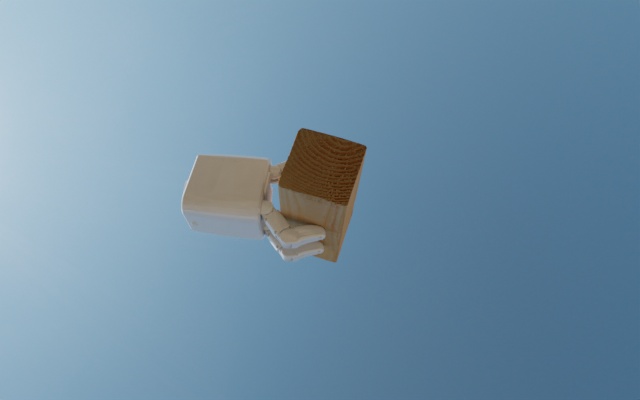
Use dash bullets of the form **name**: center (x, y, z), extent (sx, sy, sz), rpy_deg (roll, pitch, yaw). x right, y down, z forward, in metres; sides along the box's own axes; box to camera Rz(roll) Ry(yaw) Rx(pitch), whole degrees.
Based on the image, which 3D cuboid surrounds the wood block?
- **wood block**: center (0.000, 0.002, 0.667), extent (0.090, 0.090, 0.206), rpy_deg (16, -25, 6)
